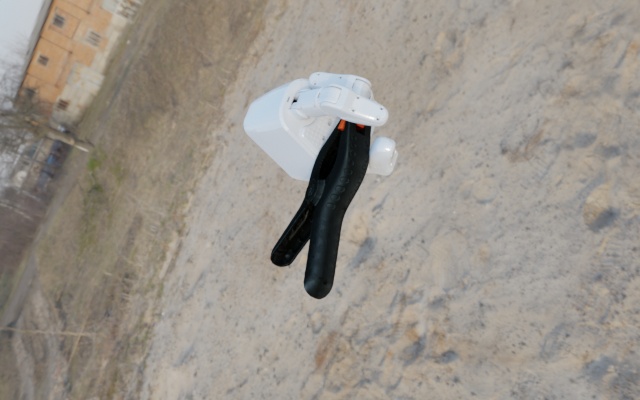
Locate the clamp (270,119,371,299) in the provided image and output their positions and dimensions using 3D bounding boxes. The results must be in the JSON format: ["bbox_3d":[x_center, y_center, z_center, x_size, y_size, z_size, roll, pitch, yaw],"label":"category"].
[{"bbox_3d":[0.000,0.001,0.454,0.039,0.171,0.120,26,-12,-29],"label":"clamp"}]
